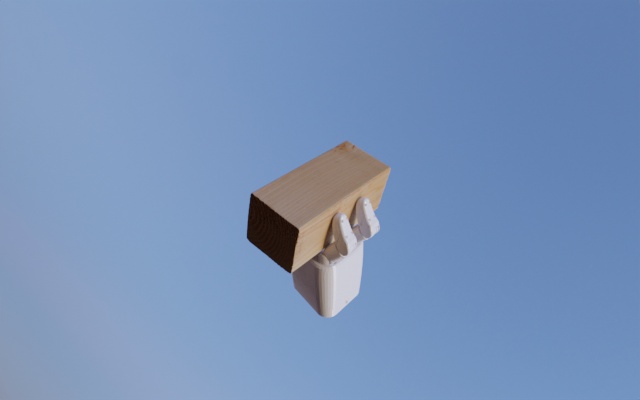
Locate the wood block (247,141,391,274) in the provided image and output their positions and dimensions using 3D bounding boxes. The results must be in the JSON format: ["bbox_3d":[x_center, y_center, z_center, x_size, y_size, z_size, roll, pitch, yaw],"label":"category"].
[{"bbox_3d":[0.000,0.002,0.698,0.091,0.090,0.206,35,45,24],"label":"wood block"}]
